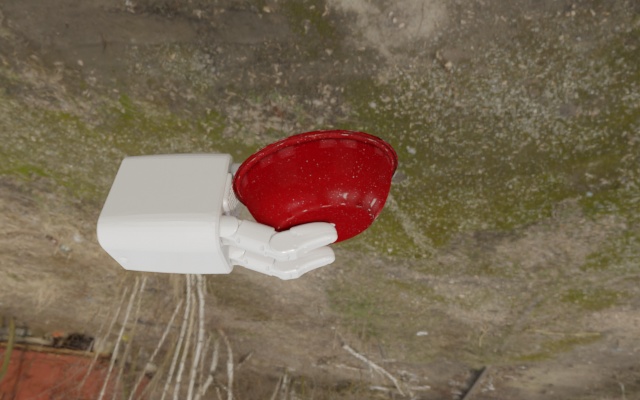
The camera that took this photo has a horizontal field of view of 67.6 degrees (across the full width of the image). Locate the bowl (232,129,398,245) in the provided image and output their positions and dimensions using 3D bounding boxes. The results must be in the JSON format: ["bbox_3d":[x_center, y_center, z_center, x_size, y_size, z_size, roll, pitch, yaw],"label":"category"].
[{"bbox_3d":[0.001,0.002,0.453,0.162,0.055,0.162,-9,-26,-4],"label":"bowl"}]
